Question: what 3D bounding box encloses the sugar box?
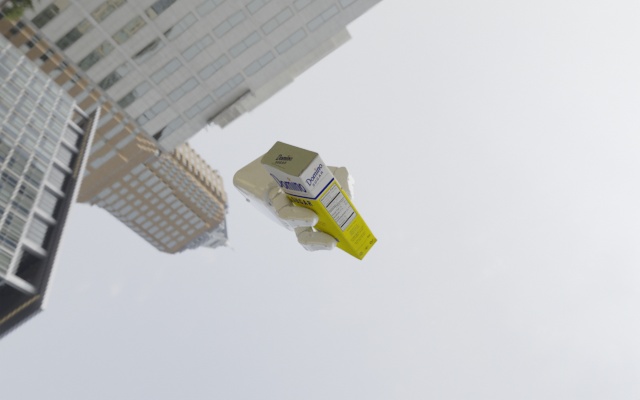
[{"bbox_3d":[0.000,0.003,0.639,0.093,0.048,0.176,23,-21,49],"label":"sugar box"}]
